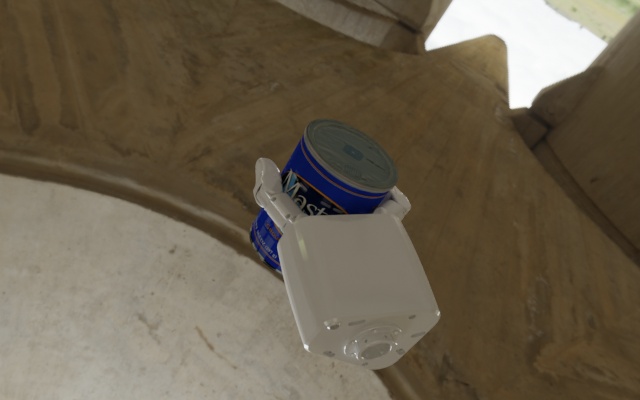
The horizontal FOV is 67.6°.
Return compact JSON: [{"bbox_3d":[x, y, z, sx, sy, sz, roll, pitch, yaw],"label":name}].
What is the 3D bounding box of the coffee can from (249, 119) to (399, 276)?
[{"bbox_3d":[0.000,0.001,0.497,0.103,0.140,0.102,23,34,-16],"label":"coffee can"}]
